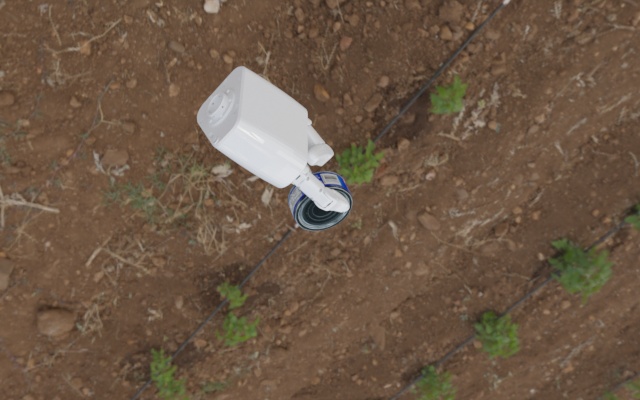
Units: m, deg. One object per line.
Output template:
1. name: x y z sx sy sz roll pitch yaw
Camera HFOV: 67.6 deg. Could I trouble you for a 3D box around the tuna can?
1. tuna can: 0.000 0.003 0.659 0.086 0.086 0.033 0 42 -24
